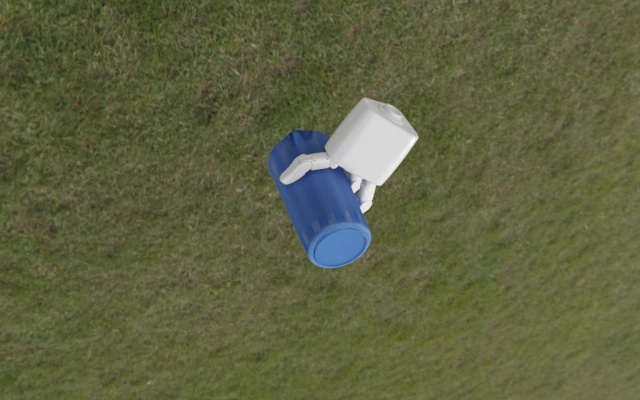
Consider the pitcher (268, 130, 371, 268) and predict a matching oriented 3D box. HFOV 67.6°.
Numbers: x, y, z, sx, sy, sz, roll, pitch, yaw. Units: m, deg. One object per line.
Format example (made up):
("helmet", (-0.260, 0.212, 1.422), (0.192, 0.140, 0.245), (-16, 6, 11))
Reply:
("pitcher", (0.000, 0.003, 0.844), (0.149, 0.145, 0.242), (17, 34, -35))
